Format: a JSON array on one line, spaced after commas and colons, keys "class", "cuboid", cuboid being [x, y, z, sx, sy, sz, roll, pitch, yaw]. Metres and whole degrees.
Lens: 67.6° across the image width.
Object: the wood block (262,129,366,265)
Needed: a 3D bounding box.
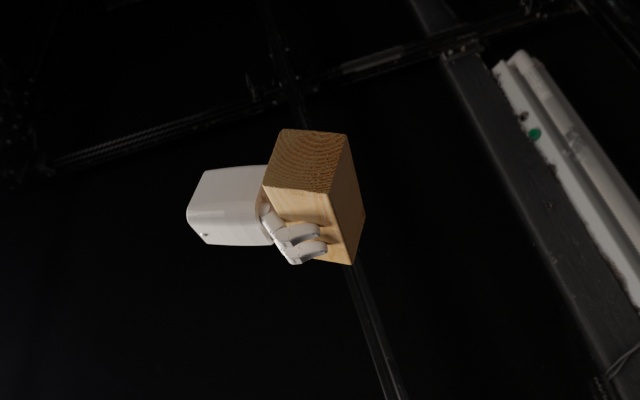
[{"class": "wood block", "cuboid": [0.000, 0.002, 0.667, 0.090, 0.090, 0.206, 8, -28, 17]}]
